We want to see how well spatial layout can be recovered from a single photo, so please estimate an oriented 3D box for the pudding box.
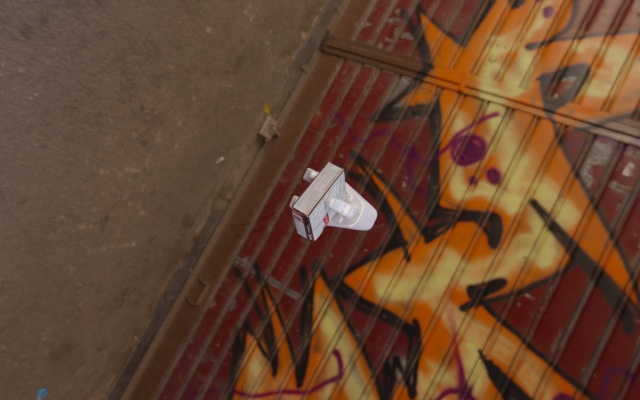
[{"bbox_3d":[0.000,0.003,0.820,0.039,0.113,0.090,26,-27,22],"label":"pudding box"}]
